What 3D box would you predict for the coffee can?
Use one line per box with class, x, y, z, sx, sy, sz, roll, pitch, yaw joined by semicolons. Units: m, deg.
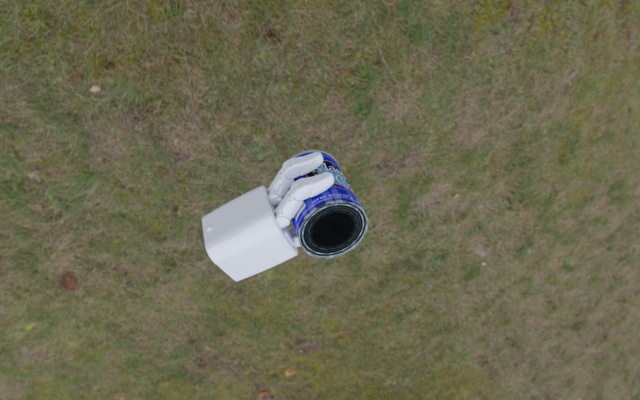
coffee can;0.000;0.002;0.718;0.103;0.103;0.140;0;35;-19
